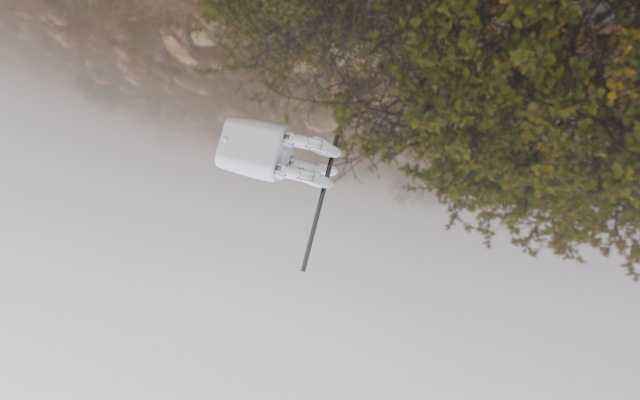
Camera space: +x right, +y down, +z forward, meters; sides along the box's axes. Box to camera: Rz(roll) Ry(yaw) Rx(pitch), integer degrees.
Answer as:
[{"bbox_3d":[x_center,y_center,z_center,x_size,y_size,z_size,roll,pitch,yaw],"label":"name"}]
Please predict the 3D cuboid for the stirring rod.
[{"bbox_3d":[0.000,0.003,0.811,0.011,0.239,0.011,14,-6,2],"label":"stirring rod"}]
